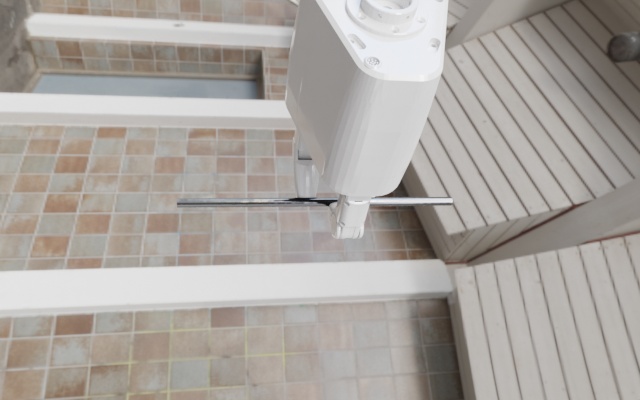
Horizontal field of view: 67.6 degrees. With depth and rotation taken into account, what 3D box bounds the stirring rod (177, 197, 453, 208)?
[{"bbox_3d":[0.000,0.001,0.415,0.239,0.011,0.011,0,0,-9],"label":"stirring rod"}]
